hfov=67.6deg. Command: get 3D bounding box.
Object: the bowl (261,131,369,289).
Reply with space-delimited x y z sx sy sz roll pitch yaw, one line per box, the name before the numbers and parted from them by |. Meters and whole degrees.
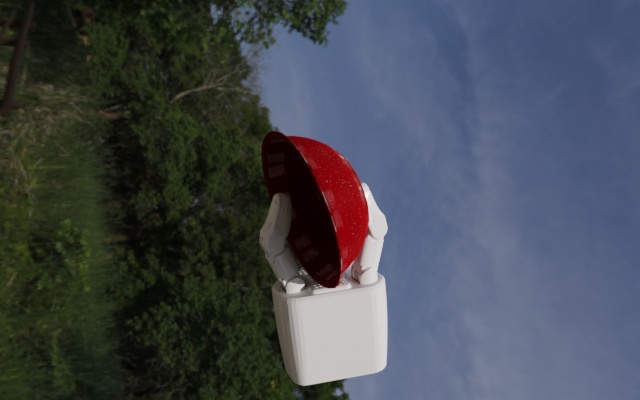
bowl | 0.000 0.000 0.468 0.055 0.162 0.162 -23 8 -20
